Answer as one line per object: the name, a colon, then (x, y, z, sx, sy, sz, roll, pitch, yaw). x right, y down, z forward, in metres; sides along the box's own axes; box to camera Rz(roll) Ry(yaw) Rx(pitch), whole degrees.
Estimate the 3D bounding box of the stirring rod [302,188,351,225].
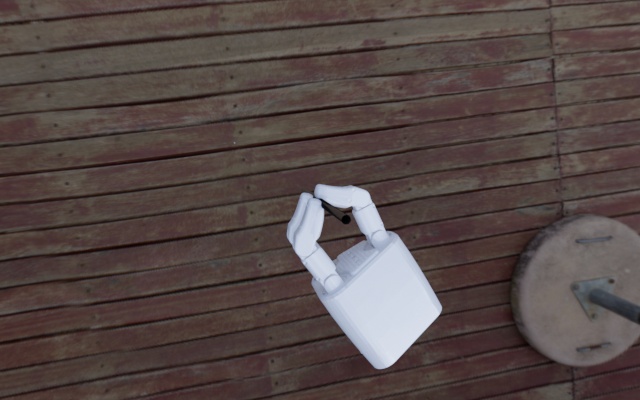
stirring rod: (0.000, 0.002, 0.510, 0.011, 0.011, 0.239, 0, 7, -10)
